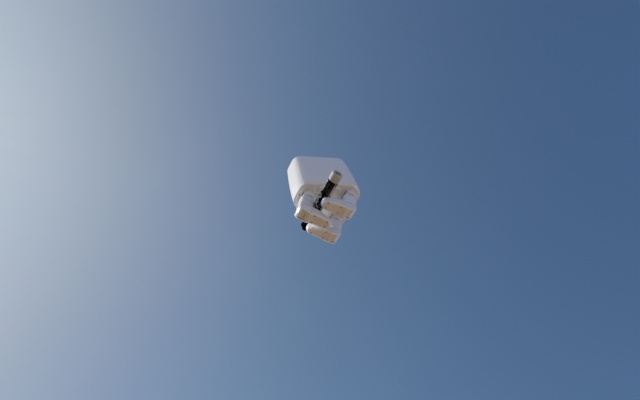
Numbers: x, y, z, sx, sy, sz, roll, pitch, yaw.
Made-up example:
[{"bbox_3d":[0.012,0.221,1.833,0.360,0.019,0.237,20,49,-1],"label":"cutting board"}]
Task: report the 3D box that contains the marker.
[{"bbox_3d":[0.000,0.003,0.793,0.020,0.121,0.020,25,26,-13],"label":"marker"}]
